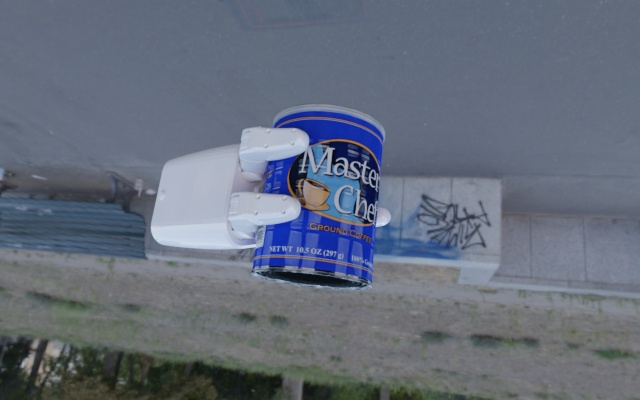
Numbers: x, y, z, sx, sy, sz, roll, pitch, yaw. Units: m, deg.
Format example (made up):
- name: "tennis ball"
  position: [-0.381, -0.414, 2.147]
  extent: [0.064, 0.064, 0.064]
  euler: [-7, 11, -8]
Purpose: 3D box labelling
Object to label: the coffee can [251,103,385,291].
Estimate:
- name: "coffee can"
  position: [0.000, 0.001, 0.420]
  extent: [0.103, 0.140, 0.103]
  euler: [6, -16, 2]
